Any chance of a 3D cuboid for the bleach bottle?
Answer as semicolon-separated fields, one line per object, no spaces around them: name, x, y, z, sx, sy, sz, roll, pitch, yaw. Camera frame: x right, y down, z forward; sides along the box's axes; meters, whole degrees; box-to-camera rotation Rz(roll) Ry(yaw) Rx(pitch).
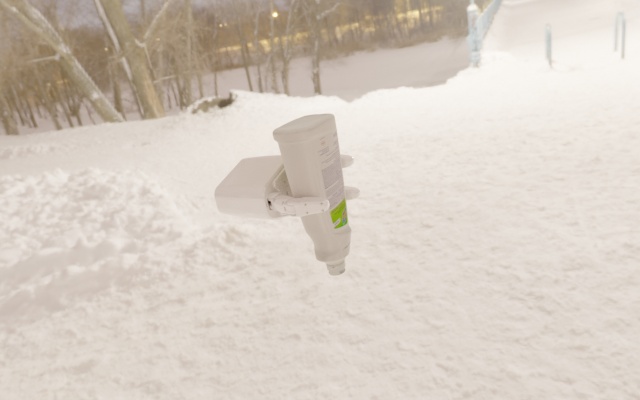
bleach bottle;0.000;0.002;0.722;0.068;0.251;0.102;2;24;32
